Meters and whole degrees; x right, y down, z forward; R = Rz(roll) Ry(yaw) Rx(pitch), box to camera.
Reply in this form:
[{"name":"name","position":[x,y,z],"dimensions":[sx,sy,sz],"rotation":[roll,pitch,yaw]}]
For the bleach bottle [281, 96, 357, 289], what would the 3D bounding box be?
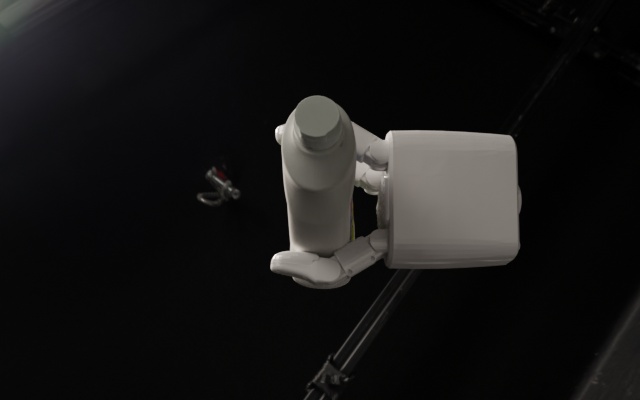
[{"name":"bleach bottle","position":[0.000,0.001,0.403],"dimensions":[0.068,0.102,0.251],"rotation":[1,-21,2]}]
